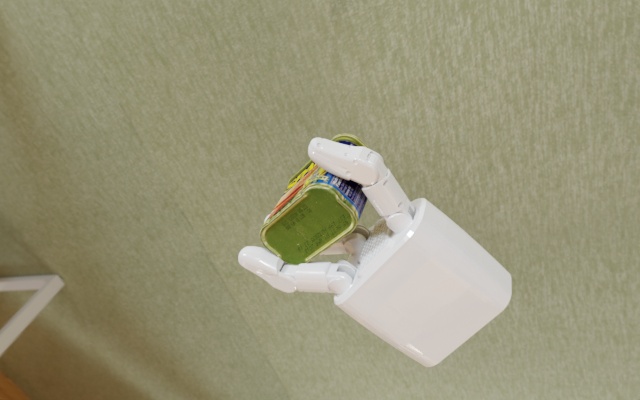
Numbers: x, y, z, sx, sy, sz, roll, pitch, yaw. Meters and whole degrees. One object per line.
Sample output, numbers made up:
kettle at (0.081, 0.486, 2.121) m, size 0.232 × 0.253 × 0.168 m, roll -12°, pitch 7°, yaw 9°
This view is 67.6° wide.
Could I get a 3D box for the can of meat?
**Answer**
can of meat at (0.000, 0.001, 0.426) m, size 0.102 × 0.057 × 0.084 m, roll -40°, pitch 14°, yaw 37°
